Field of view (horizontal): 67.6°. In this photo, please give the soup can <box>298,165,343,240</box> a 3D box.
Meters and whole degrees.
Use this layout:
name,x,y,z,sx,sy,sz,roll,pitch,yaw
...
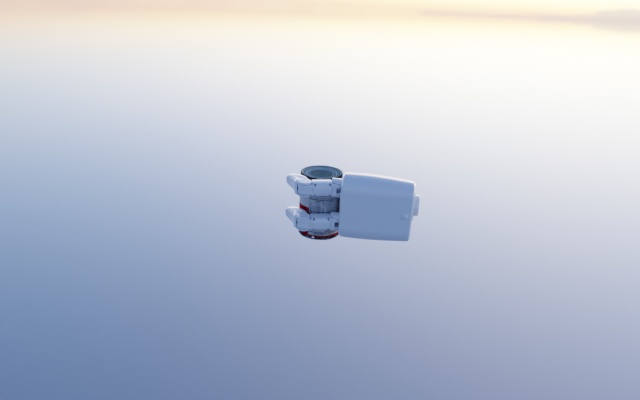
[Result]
name,x,y,z,sx,sy,sz,roll,pitch,yaw
soup can,0.000,0.002,0.755,0.068,0.102,0.068,2,22,-1
